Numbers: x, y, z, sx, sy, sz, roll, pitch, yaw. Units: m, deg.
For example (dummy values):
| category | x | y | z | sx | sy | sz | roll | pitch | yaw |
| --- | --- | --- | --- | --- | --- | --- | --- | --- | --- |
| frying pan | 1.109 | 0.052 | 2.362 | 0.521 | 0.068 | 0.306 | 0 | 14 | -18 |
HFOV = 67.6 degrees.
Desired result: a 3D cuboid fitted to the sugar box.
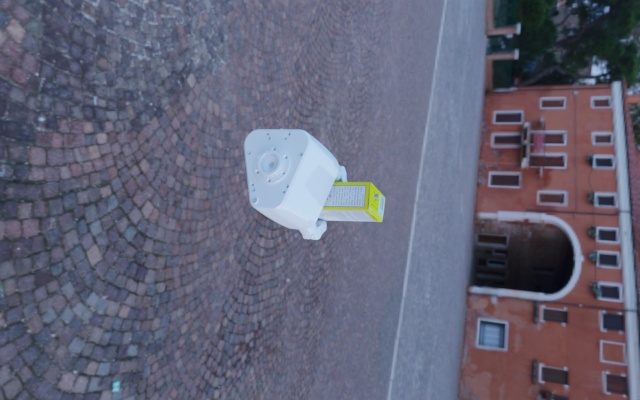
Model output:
| category | x | y | z | sx | sy | sz | roll | pitch | yaw |
| --- | --- | --- | --- | --- | --- | --- | --- | --- | --- |
| sugar box | 0.000 | 0.002 | 0.714 | 0.176 | 0.048 | 0.093 | 3 | -13 | 21 |
